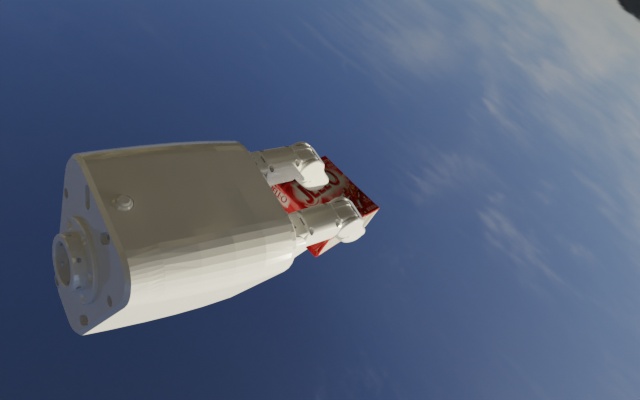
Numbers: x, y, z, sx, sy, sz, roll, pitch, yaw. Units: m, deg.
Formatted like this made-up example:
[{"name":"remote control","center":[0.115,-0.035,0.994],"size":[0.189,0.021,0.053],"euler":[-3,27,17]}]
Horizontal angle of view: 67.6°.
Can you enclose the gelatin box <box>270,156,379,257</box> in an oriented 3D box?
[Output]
[{"name":"gelatin box","center":[0.000,0.002,0.415],"size":[0.073,0.030,0.089],"euler":[45,34,15]}]
